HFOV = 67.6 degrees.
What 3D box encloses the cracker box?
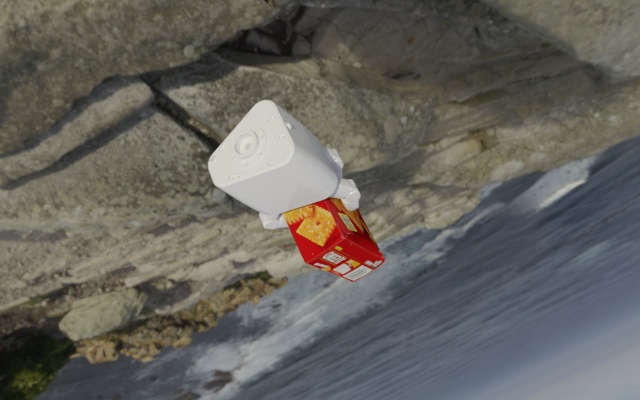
[{"bbox_3d":[0.000,0.003,0.704,0.072,0.213,0.164,-34,-29,14],"label":"cracker box"}]
